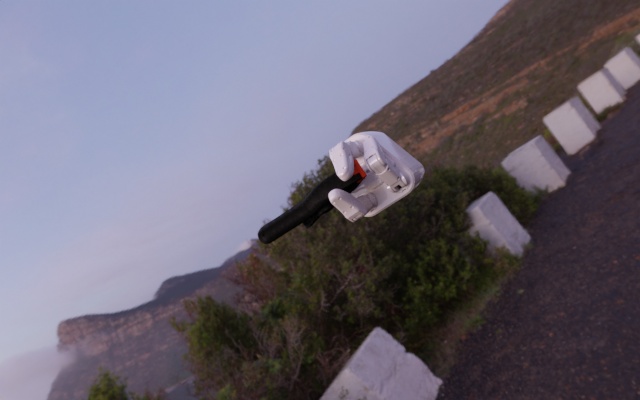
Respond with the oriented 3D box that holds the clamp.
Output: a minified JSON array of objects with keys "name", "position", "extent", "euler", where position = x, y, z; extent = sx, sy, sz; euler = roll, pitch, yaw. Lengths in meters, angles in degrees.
[{"name":"clamp","position":[0.000,0.002,0.669],"extent":[0.171,0.039,0.120],"euler":[-35,-4,24]}]
